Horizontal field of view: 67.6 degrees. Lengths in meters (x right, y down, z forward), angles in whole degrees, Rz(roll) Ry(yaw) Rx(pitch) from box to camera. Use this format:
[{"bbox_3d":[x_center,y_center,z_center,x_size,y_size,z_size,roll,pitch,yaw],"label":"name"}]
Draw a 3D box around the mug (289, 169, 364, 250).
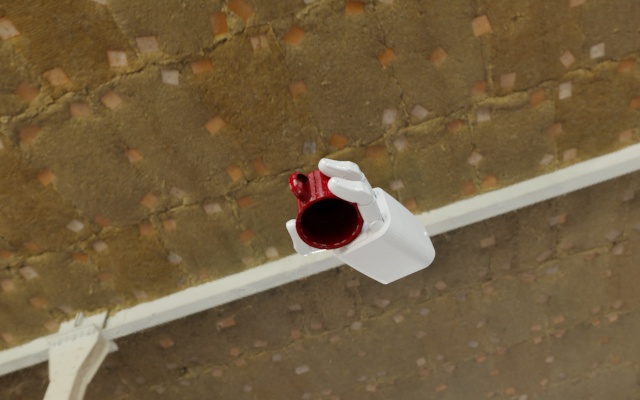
[{"bbox_3d":[-0.001,0.001,0.667,0.117,0.093,0.081,36,24,-27],"label":"mug"}]
